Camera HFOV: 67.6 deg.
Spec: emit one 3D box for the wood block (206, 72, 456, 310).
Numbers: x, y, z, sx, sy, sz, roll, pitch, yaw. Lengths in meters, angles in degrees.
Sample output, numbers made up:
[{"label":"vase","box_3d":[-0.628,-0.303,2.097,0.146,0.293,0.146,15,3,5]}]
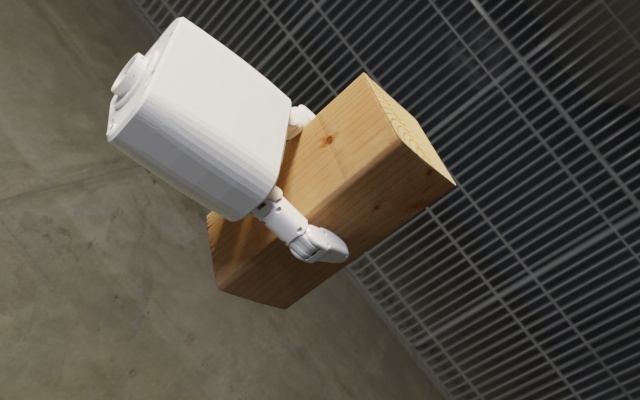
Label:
[{"label":"wood block","box_3d":[0.000,0.001,0.432,0.206,0.090,0.090,-39,-44,22]}]
